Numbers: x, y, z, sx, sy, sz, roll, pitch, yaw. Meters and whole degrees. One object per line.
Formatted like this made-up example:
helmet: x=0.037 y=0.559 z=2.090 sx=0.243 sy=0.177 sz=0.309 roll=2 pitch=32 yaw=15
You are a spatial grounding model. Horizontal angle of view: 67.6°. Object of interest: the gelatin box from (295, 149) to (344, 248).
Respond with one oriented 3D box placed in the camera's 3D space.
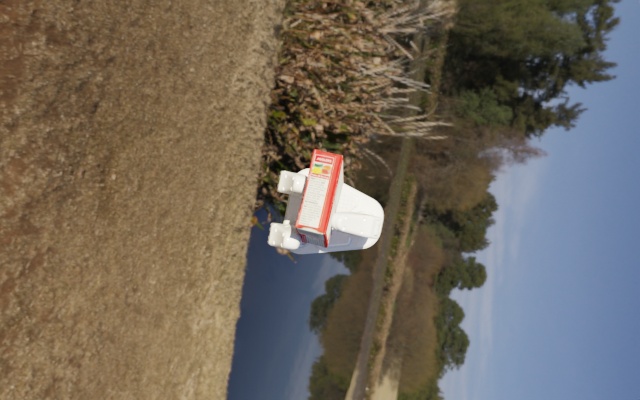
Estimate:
gelatin box: x=0.001 y=0.002 z=0.454 sx=0.030 sy=0.073 sz=0.089 roll=13 pitch=-13 yaw=5
